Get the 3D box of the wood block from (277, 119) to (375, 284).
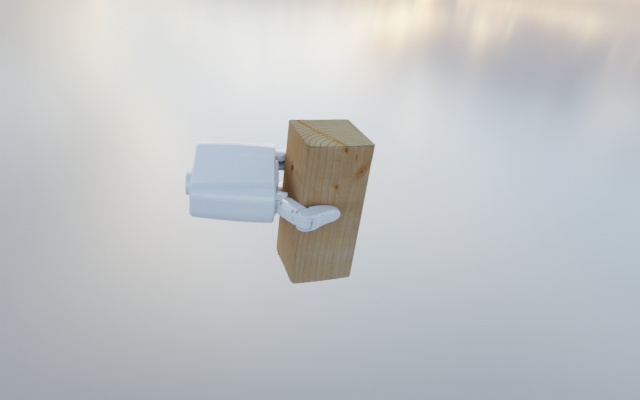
[{"bbox_3d":[0.000,0.002,0.656,0.090,0.206,0.090,-4,31,-20],"label":"wood block"}]
